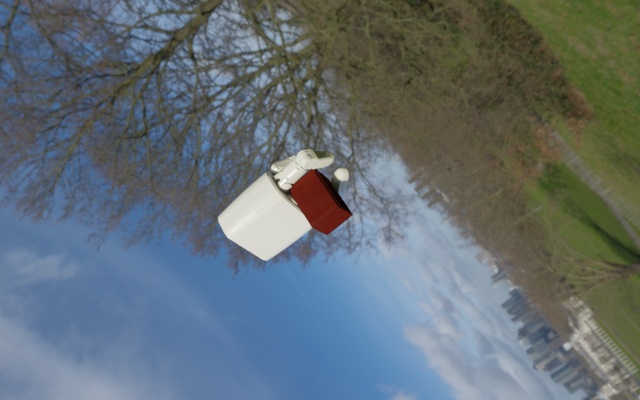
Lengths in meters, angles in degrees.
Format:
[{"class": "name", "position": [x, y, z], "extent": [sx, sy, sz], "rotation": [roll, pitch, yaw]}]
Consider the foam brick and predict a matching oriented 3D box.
[{"class": "foam brick", "position": [0.000, 0.002, 0.695], "extent": [0.051, 0.078, 0.053], "rotation": [-39, -30, 10]}]
